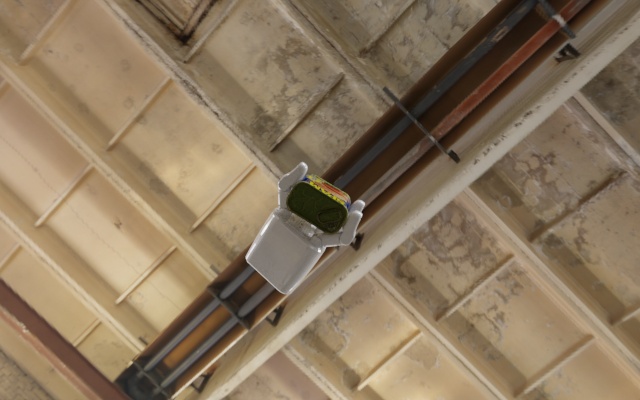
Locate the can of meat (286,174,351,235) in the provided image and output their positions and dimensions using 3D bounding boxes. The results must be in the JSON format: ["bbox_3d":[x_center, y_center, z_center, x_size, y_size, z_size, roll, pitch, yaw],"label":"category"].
[{"bbox_3d":[0.000,0.002,0.812,0.102,0.057,0.084,32,17,0],"label":"can of meat"}]
